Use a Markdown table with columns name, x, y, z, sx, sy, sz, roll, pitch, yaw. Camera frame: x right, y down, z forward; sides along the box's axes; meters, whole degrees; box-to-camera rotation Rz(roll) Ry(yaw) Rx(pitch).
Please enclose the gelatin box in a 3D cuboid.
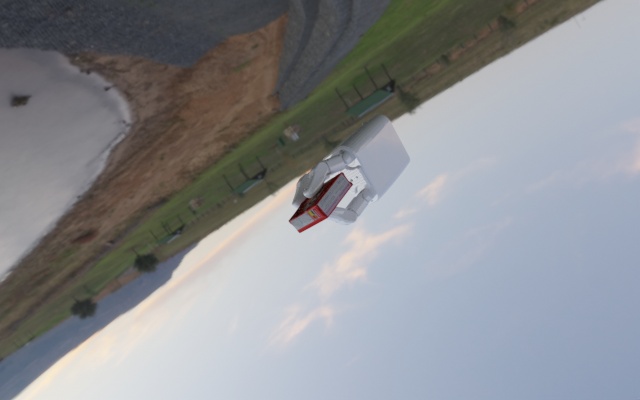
| name | x | y | z | sx | sy | sz | roll | pitch | yaw |
| --- | --- | --- | --- | --- | --- | --- | --- | --- | --- |
| gelatin box | 0.000 | 0.003 | 0.727 | 0.073 | 0.030 | 0.089 | -30 | 17 | 47 |
